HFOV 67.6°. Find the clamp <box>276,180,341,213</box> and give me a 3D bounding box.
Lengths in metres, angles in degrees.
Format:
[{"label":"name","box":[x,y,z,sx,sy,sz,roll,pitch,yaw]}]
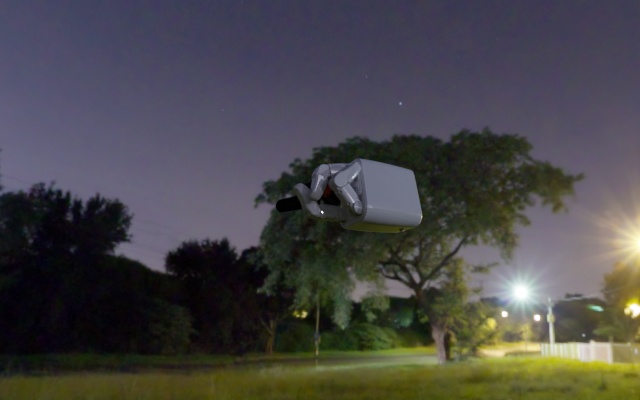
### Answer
[{"label":"clamp","box":[0.000,0.002,0.847,0.120,0.039,0.171,7,-14,-22]}]
